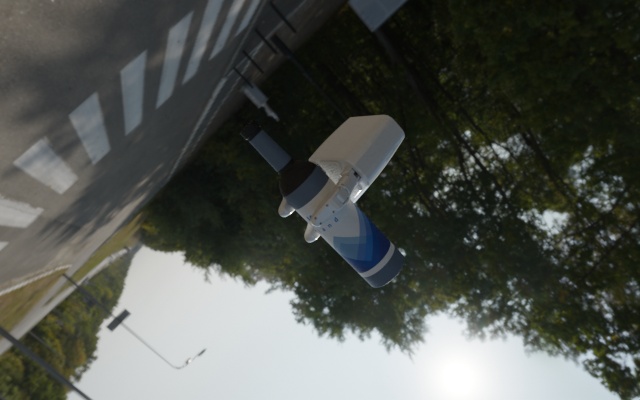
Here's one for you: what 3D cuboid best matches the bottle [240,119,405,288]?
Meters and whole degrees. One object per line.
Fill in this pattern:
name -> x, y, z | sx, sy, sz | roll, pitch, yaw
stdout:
bottle -> 0.000, 0.002, 0.677 | 0.296, 0.069, 0.069 | 46, -14, -13
